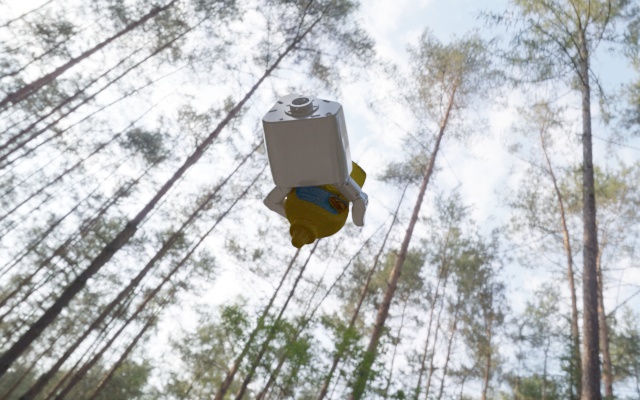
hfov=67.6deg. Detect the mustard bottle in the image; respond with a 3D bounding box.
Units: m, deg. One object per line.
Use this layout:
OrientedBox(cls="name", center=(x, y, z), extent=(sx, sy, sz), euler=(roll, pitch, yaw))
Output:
OrientedBox(cls="mustard bottle", center=(0.000, 0.002, 0.724), extent=(0.096, 0.058, 0.191), euler=(25, 43, 4))
